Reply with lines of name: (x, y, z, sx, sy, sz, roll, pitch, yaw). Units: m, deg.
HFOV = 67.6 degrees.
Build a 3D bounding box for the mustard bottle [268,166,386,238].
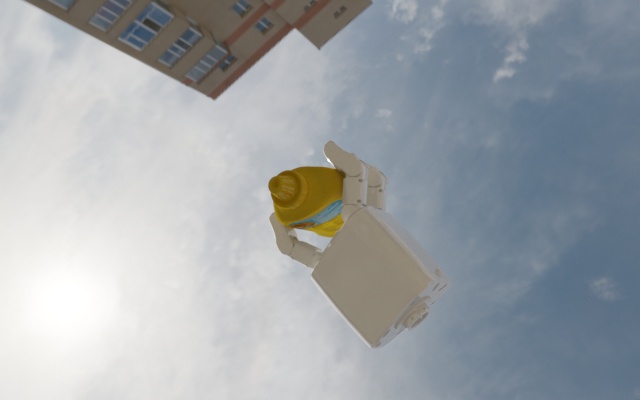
mustard bottle: (0.000, 0.002, 0.563, 0.096, 0.058, 0.192, -25, -21, 23)
